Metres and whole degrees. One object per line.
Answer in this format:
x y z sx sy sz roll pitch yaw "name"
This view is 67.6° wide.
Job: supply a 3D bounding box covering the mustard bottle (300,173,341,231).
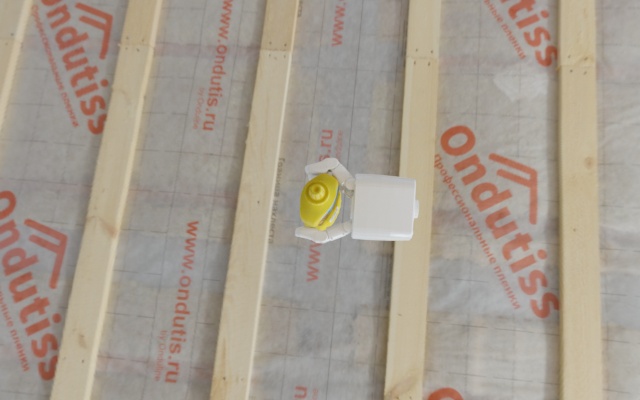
0.000 0.003 0.859 0.058 0.096 0.192 28 -9 9 "mustard bottle"
